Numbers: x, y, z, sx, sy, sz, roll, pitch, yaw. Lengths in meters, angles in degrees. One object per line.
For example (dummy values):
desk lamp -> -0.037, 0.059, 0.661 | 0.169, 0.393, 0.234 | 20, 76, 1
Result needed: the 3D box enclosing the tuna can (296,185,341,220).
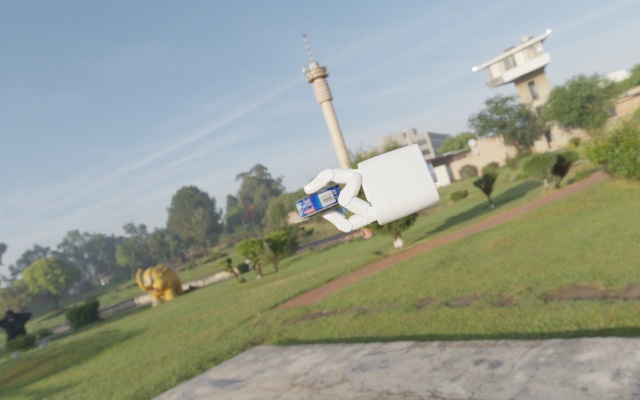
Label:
tuna can -> 0.000, 0.002, 0.846 | 0.086, 0.034, 0.086 | -23, -3, -1
